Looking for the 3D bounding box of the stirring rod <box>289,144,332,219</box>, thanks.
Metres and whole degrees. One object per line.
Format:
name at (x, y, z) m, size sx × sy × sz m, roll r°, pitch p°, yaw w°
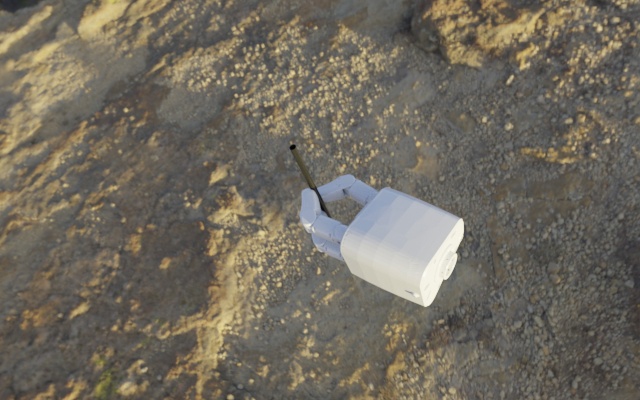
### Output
stirring rod at (0.000, 0.002, 0.640) m, size 0.011 × 0.011 × 0.240 m, roll 0°, pitch -31°, yaw 18°
